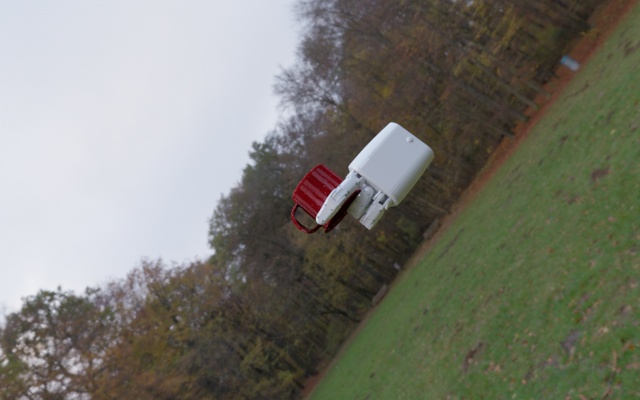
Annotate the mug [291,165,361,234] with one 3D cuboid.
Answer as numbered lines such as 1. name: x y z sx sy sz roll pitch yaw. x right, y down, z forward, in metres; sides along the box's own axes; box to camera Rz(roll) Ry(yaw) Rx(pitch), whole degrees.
1. mug: -0.001 0.004 0.798 0.081 0.117 0.093 40 -12 12
